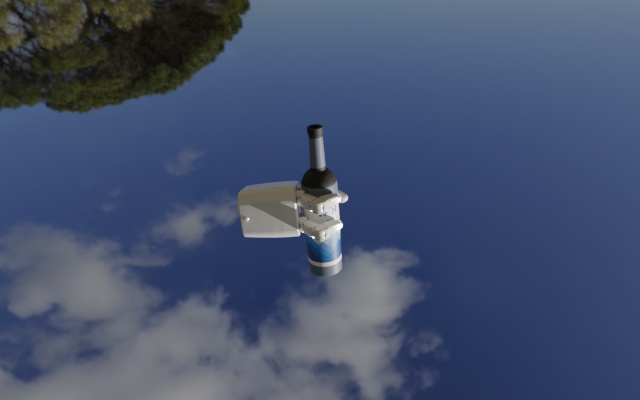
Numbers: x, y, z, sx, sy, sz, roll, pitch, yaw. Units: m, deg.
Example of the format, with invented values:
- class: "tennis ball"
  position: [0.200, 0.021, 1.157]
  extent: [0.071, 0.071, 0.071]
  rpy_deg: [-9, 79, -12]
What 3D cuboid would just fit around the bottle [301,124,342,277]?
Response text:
- class: "bottle"
  position: [0.000, 0.003, 0.892]
  extent: [0.069, 0.296, 0.069]
  rpy_deg: [-3, 27, 2]
